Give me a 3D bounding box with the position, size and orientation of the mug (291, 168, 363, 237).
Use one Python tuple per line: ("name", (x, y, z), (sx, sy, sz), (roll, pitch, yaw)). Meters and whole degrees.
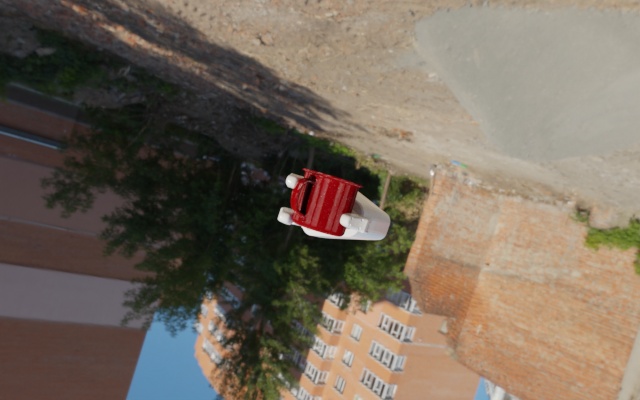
("mug", (-0.001, 0.002, 0.696), (0.093, 0.081, 0.117), (18, 2, 37))
